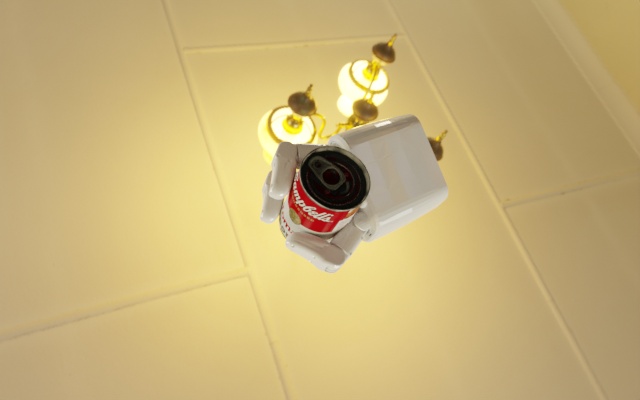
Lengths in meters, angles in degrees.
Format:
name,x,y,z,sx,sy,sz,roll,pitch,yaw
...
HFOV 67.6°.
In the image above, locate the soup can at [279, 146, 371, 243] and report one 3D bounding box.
name,x,y,z,sx,sy,sz,roll,pitch,yaw
soup can,0.000,0.002,0.476,0.068,0.068,0.102,0,-27,-18
